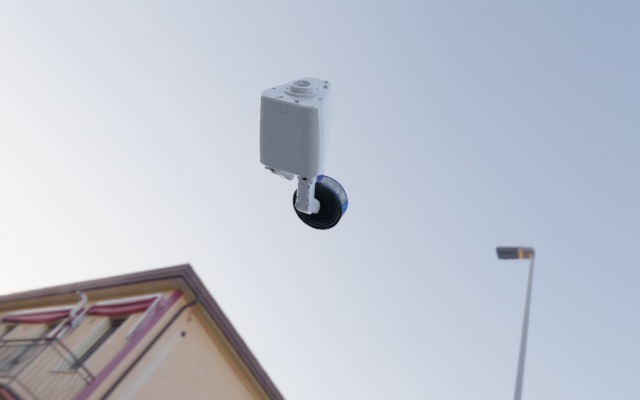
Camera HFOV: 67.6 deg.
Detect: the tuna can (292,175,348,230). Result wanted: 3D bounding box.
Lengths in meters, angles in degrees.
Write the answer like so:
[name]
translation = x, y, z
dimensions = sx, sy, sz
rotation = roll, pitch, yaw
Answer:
[tuna can]
translation = 0.000, 0.002, 0.766
dimensions = 0.086, 0.086, 0.033
rotation = 0, 27, 26
